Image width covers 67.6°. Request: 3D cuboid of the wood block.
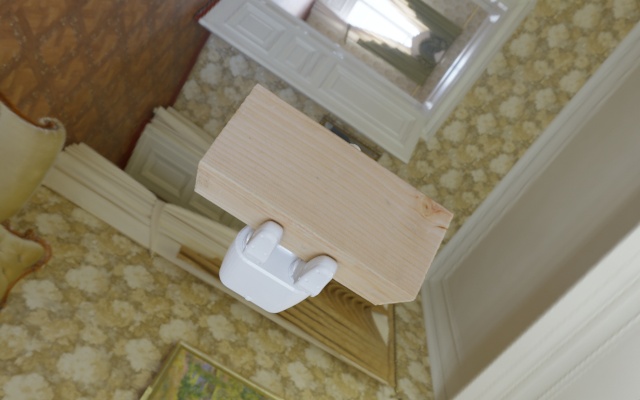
[{"bbox_3d":[0.000,0.001,0.435,0.206,0.090,0.090,33,-21,-6],"label":"wood block"}]
